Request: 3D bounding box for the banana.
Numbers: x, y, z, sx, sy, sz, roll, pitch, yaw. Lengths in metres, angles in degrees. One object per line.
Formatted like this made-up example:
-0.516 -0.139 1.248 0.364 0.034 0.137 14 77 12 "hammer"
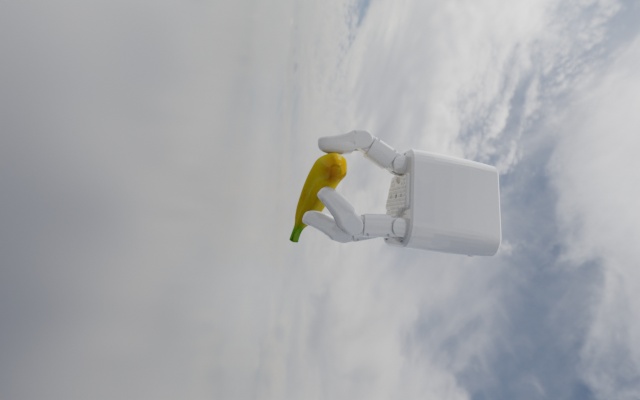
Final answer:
0.001 -0.013 0.574 0.037 0.069 0.198 11 -29 -9 "banana"
